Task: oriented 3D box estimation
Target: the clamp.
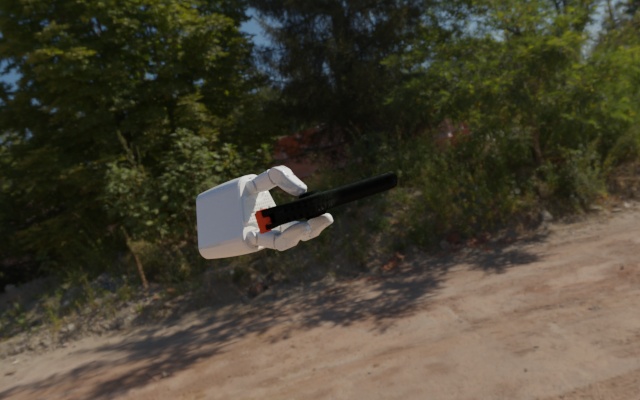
[{"bbox_3d":[-0.001,0.002,0.651,0.164,0.036,0.210,-19,0,36],"label":"clamp"}]
